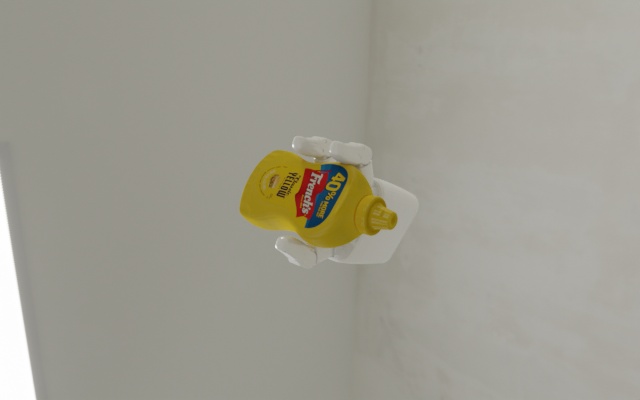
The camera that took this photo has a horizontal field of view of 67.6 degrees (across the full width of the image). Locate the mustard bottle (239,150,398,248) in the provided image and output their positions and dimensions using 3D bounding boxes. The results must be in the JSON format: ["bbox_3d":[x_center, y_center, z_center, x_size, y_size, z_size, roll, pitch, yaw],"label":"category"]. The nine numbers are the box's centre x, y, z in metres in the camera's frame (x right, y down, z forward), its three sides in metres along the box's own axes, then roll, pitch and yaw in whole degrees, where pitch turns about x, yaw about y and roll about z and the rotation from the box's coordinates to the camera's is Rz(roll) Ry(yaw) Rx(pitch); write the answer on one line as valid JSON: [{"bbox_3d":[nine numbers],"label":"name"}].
[{"bbox_3d":[0.000,0.002,0.530,0.191,0.096,0.058,15,-22,38],"label":"mustard bottle"}]
